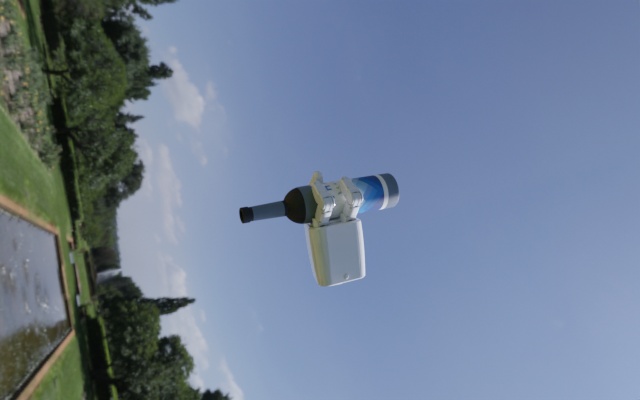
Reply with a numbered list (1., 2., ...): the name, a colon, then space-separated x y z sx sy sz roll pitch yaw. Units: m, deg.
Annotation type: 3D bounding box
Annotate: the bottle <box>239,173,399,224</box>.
1. bottle: 0.000 0.003 0.858 0.295 0.069 0.069 -10 4 -24
